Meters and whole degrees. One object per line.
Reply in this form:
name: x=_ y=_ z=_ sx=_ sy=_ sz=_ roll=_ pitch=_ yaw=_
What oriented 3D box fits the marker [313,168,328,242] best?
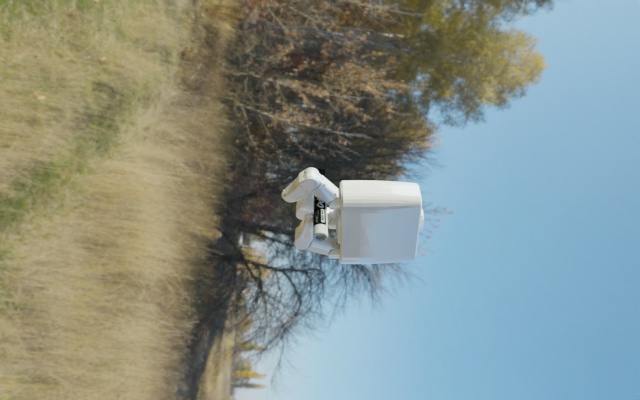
marker: x=0.000 y=0.002 z=0.633 sx=0.020 sy=0.121 sz=0.020 roll=0 pitch=-43 yaw=0
